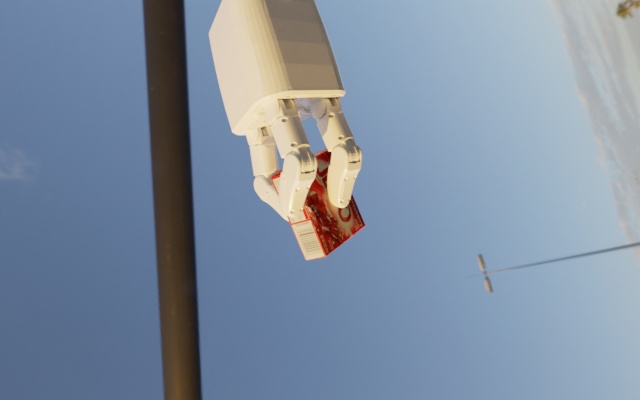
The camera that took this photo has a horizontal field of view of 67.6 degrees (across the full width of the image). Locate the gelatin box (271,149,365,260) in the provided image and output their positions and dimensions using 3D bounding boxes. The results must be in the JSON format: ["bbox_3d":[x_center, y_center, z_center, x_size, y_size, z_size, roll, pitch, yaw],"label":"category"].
[{"bbox_3d":[0.000,0.002,0.461,0.030,0.089,0.073,-15,11,40],"label":"gelatin box"}]
